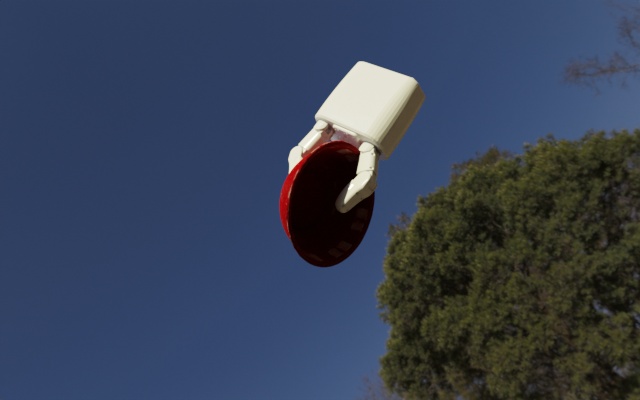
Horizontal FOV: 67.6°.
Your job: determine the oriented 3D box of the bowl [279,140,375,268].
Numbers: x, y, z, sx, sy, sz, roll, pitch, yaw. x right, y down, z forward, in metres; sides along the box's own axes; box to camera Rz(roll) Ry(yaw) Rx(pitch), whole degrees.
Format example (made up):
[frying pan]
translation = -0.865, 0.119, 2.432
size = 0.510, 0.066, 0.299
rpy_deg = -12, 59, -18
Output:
[bowl]
translation = -0.001, 0.003, 0.618
size = 0.055, 0.162, 0.162
rpy_deg = 11, 8, 43
